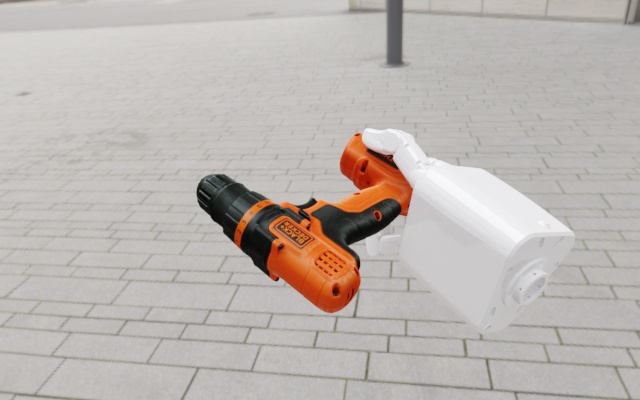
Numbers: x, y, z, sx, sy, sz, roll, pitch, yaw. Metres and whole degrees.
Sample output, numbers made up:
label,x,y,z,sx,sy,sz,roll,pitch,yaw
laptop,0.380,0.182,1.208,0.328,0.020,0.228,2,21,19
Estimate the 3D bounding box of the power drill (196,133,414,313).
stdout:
label,x,y,z,sx,sy,sz,roll,pitch,yaw
power drill,0.001,0.001,0.462,0.184,0.057,0.187,36,50,25
